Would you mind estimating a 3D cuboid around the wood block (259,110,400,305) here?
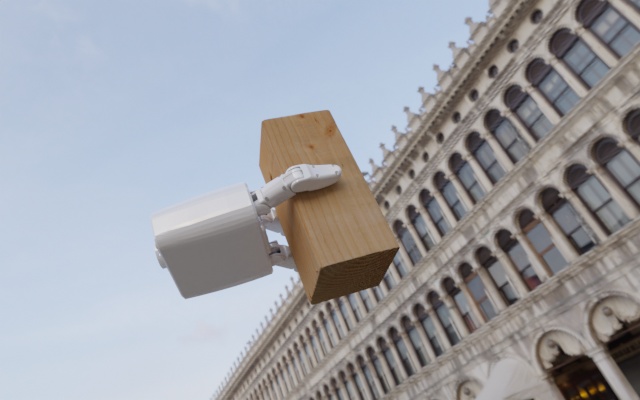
[{"bbox_3d":[0.000,0.002,0.560,0.090,0.206,0.091,-12,-33,-18],"label":"wood block"}]
